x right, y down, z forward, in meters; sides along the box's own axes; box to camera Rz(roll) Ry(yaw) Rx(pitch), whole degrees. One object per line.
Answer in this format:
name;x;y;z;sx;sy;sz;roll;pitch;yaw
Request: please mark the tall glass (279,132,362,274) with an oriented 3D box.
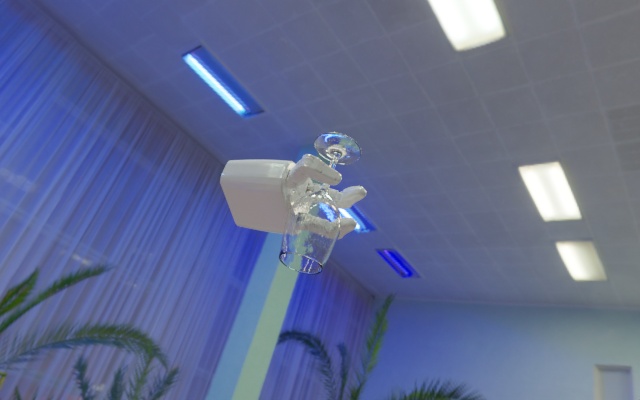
tall glass;0.000;0.002;0.683;0.079;0.201;0.079;13;-30;8
